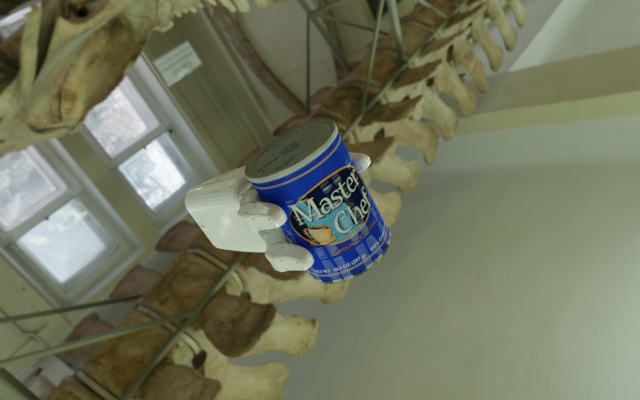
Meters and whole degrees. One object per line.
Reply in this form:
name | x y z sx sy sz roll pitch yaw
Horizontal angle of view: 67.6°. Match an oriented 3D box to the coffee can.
coffee can | 0.000 0.001 0.502 0.103 0.140 0.102 -24 26 12
